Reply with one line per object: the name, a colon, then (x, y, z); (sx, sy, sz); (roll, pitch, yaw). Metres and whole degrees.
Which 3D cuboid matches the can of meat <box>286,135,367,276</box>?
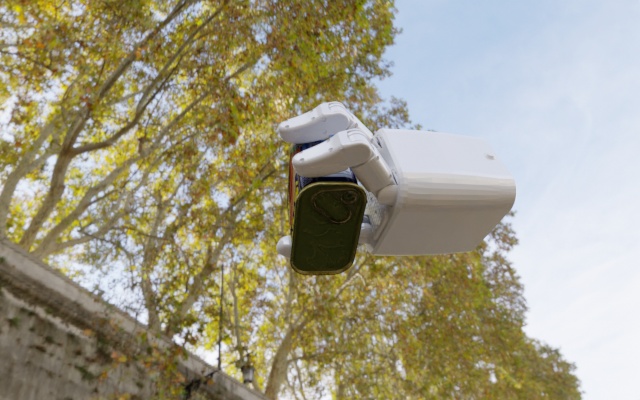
can of meat: (0.000, 0.001, 0.426); (0.057, 0.102, 0.084); (0, 39, -10)
